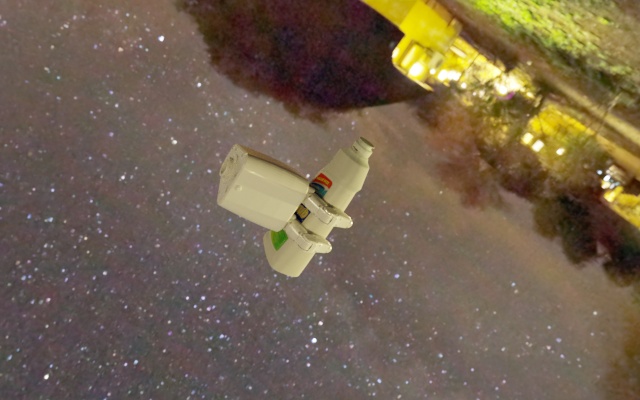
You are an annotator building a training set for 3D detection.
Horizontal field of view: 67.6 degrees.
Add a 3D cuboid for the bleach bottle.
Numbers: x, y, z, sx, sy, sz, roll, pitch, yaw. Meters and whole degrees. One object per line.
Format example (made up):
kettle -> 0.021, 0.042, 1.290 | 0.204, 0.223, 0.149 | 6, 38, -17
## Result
bleach bottle -> 0.000, 0.003, 0.773 | 0.068, 0.251, 0.102 | 25, 23, -27
